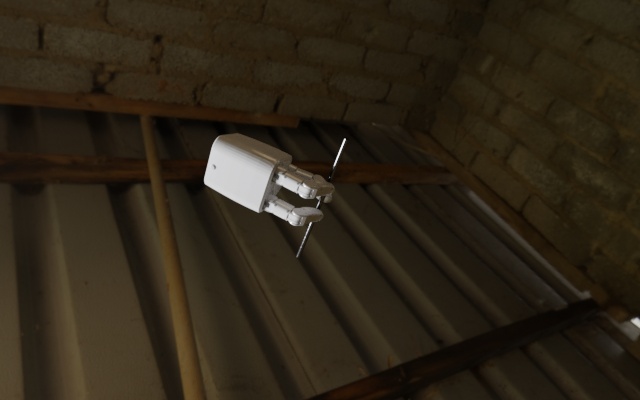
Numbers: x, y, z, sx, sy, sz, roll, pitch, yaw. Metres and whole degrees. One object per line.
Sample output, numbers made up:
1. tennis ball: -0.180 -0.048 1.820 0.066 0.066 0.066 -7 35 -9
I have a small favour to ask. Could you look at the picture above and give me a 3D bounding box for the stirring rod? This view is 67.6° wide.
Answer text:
1. stirring rod: 0.000 0.002 0.782 0.011 0.240 0.011 16 31 -10
